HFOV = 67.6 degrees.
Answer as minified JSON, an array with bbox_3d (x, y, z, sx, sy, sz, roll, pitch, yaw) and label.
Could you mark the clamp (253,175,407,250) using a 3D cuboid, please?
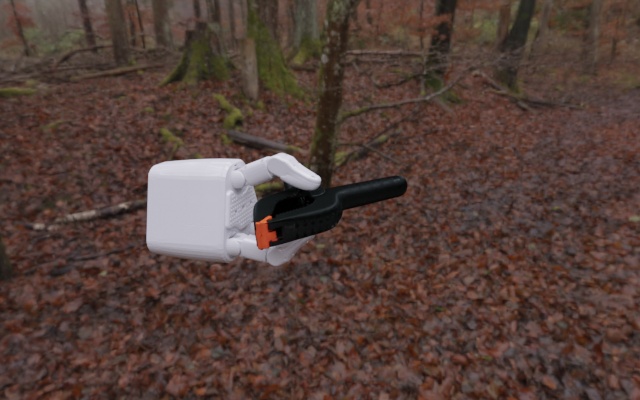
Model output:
[{"bbox_3d":[0.000,0.001,0.522,0.164,0.036,0.210,2,19,19],"label":"clamp"}]
